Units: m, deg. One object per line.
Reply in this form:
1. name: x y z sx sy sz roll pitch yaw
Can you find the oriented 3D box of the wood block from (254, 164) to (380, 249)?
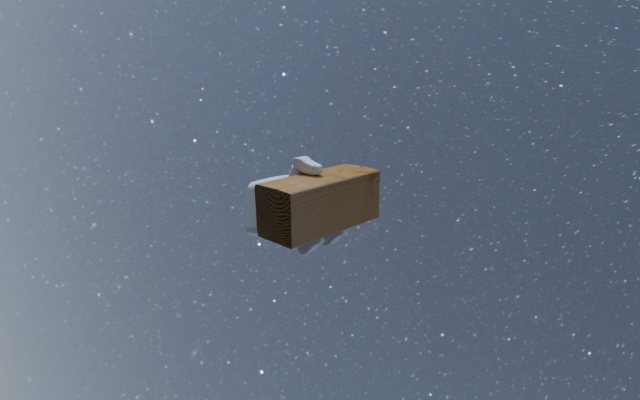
1. wood block: 0.000 0.002 0.804 0.206 0.091 0.090 -17 22 -41
